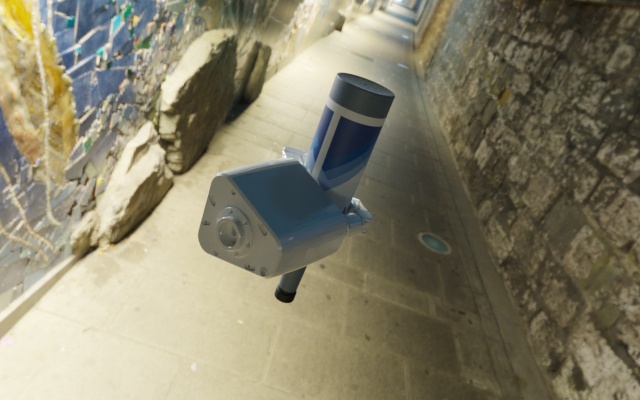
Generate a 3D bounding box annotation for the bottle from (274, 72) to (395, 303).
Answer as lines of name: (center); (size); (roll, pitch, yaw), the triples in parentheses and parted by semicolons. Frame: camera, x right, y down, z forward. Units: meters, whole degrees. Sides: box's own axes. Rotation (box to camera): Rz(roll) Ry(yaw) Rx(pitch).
bottle: (0.000, 0.002, 0.565); (0.069, 0.296, 0.069); (17, 25, -8)
